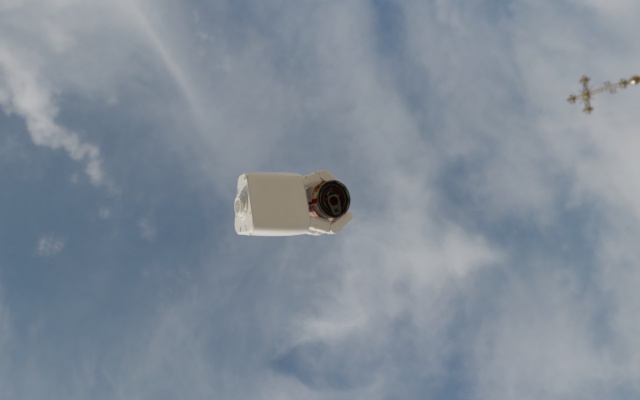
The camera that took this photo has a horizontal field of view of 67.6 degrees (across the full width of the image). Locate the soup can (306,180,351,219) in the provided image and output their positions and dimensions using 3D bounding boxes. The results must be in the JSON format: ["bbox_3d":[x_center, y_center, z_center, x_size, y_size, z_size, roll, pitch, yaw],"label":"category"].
[{"bbox_3d":[0.000,0.003,0.887,0.068,0.068,0.102,0,-6,-29],"label":"soup can"}]
